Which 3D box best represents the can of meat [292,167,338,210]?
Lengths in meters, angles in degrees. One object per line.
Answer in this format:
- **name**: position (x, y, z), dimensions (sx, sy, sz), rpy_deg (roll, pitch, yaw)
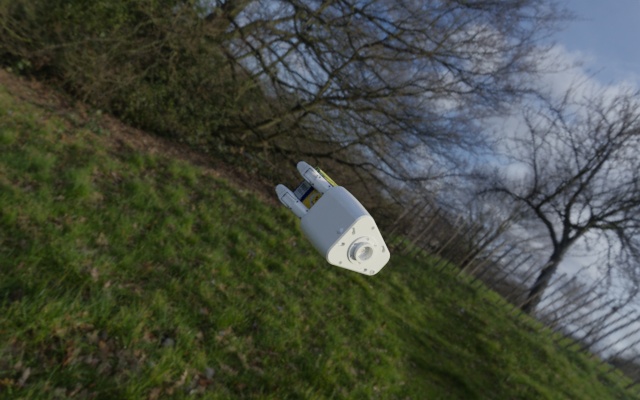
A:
- **can of meat**: position (0.000, 0.003, 0.840), dimensions (0.102, 0.084, 0.057), rpy_deg (41, 4, -31)
